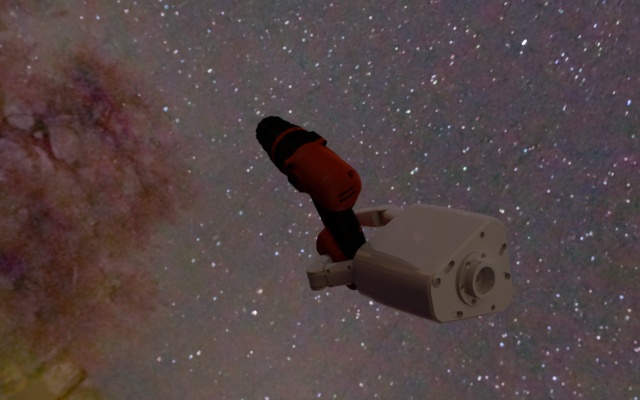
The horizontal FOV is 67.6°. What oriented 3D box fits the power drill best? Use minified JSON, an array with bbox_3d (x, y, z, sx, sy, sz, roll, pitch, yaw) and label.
[{"bbox_3d":[0.000,0.002,0.544,0.057,0.188,0.184,-34,40,-9],"label":"power drill"}]
